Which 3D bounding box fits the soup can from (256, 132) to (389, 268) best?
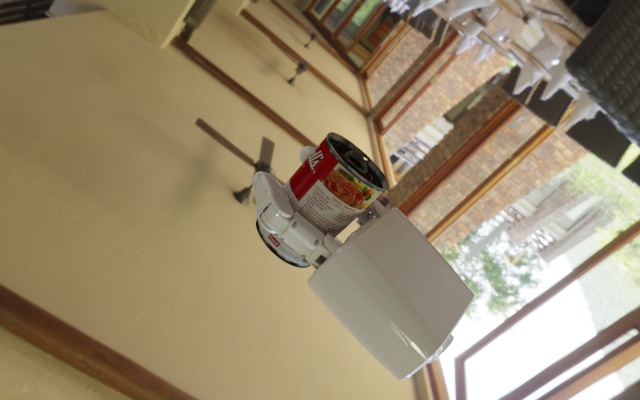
[{"bbox_3d":[-0.001,0.001,0.414,0.102,0.068,0.068,-47,-22,21],"label":"soup can"}]
